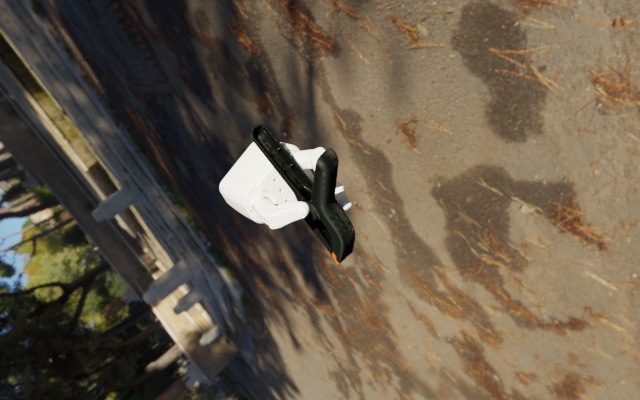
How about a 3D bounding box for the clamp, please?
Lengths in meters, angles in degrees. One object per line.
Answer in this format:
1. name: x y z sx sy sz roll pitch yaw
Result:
1. clamp: 0.000 0.003 0.596 0.036 0.210 0.164 -38 29 -18
